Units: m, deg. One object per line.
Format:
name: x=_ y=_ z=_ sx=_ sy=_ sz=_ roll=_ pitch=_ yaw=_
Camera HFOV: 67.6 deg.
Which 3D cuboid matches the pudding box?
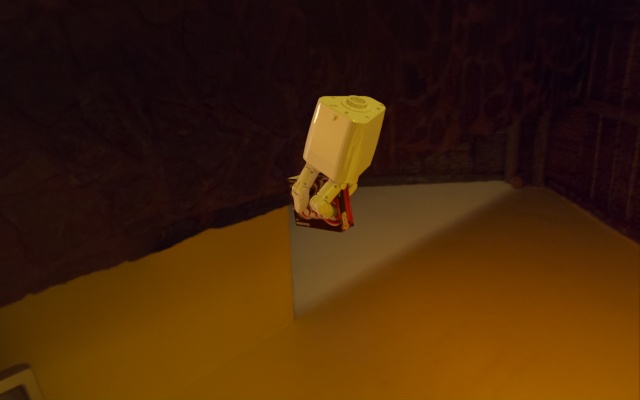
pudding box: x=0.000 y=0.003 z=0.821 sx=0.113 sy=0.090 sz=0.039 roll=7 pitch=21 yaw=44
